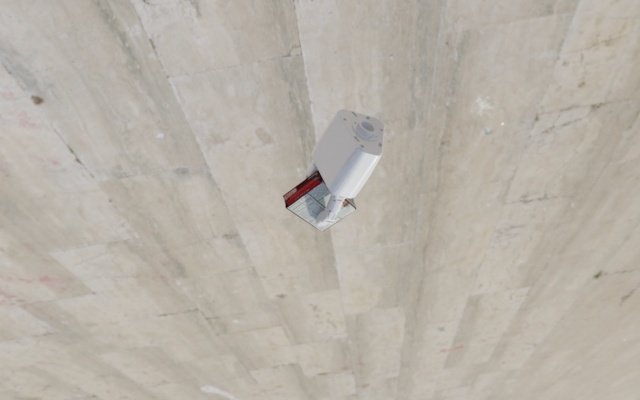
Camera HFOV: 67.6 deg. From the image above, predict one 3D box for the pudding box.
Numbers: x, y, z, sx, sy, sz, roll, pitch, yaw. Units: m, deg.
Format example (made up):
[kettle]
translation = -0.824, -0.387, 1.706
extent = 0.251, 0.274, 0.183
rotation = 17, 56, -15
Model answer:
[pudding box]
translation = 0.000, 0.003, 0.888
extent = 0.090, 0.039, 0.113
rotation = -34, -47, 21
